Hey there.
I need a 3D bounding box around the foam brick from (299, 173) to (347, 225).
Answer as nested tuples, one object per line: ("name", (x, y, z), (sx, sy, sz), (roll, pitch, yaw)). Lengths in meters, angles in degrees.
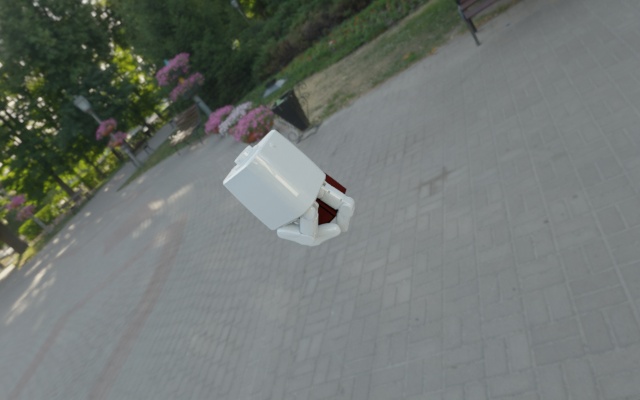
("foam brick", (0.000, 0.002, 0.765), (0.051, 0.053, 0.078), (36, 38, -9))
